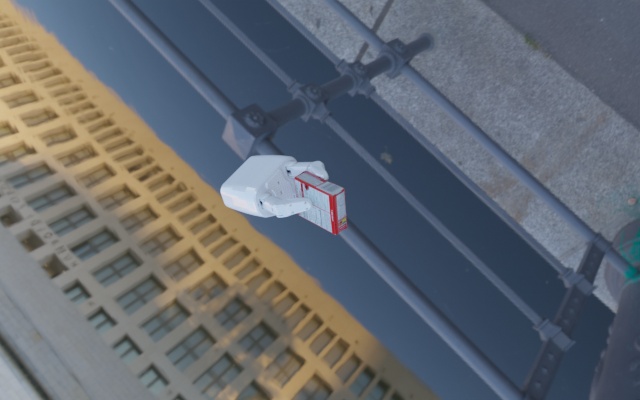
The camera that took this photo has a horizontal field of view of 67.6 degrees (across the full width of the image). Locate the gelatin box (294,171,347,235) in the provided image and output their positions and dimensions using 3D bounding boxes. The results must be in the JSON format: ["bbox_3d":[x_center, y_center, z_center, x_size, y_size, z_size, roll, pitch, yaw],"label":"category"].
[{"bbox_3d":[0.000,0.003,0.741,0.030,0.073,0.089,-31,40,-33],"label":"gelatin box"}]
